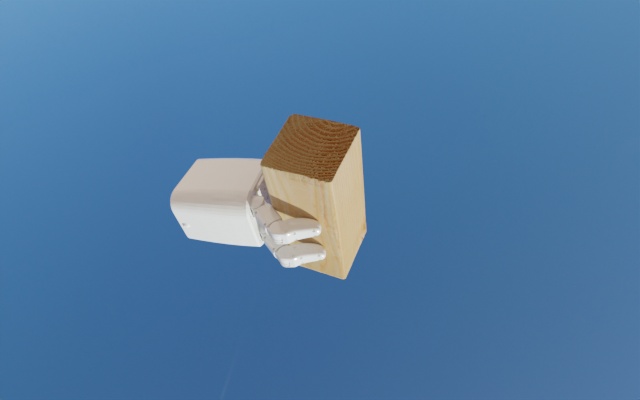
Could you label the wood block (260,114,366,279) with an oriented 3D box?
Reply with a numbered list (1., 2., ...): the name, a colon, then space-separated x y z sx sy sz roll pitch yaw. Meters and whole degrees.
1. wood block: 0.000 0.002 0.612 0.090 0.090 0.206 15 -34 18
